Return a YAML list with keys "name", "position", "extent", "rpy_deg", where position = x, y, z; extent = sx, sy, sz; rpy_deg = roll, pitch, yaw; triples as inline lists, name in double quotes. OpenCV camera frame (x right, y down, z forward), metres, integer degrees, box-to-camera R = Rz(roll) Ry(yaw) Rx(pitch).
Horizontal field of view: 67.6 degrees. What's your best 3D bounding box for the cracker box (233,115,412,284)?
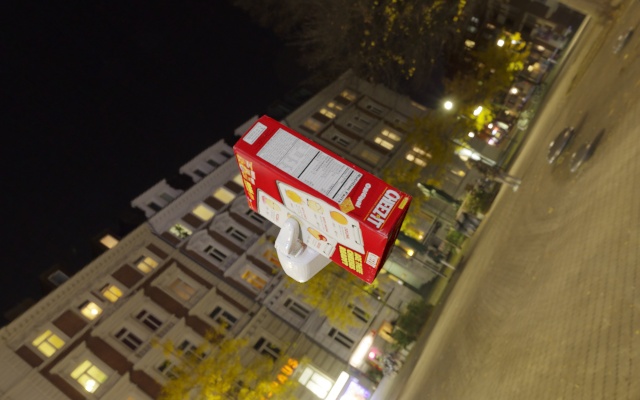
- name: "cracker box"
  position: [0.000, 0.002, 0.621]
  extent: [0.213, 0.072, 0.164]
  rpy_deg: [30, -24, 14]
